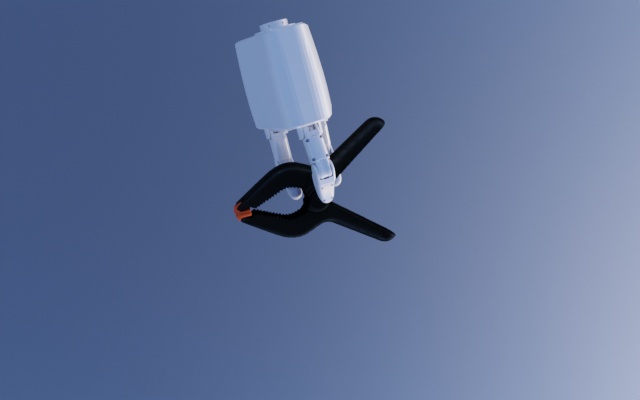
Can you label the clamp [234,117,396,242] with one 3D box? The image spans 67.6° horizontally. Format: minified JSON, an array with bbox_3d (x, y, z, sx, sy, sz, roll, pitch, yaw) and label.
[{"bbox_3d":[0.000,0.002,0.597,0.210,0.165,0.036,-19,18,-12],"label":"clamp"}]
